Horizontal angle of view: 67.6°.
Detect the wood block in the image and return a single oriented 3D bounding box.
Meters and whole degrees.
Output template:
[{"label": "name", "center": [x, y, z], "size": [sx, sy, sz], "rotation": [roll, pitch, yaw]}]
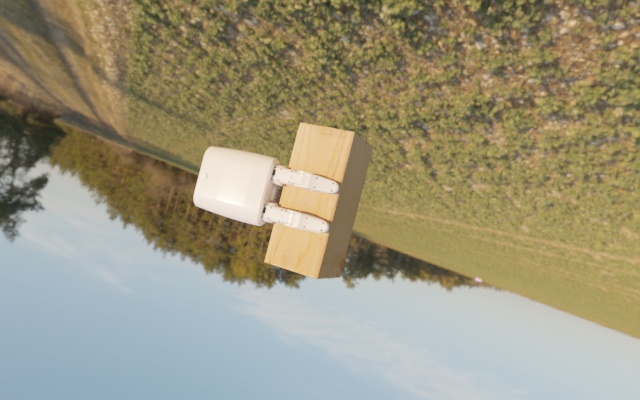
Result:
[{"label": "wood block", "center": [0.000, 0.002, 0.702], "size": [0.090, 0.206, 0.091], "rotation": [14, -1, 24]}]
